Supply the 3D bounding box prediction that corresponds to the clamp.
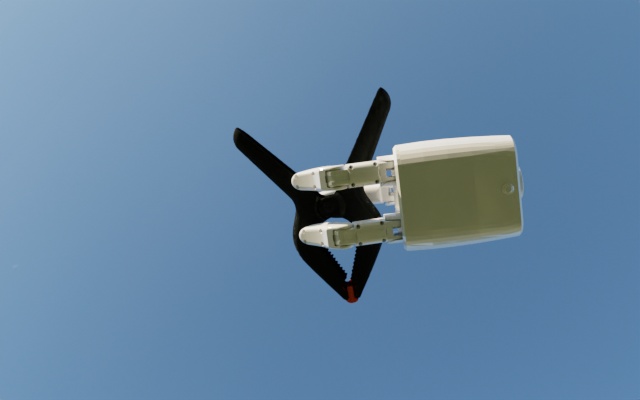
[{"bbox_3d":[0.001,0.002,0.491,0.164,0.210,0.036,-6,6,12],"label":"clamp"}]
